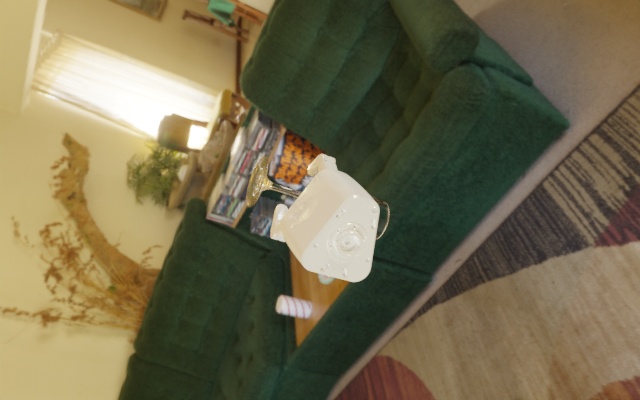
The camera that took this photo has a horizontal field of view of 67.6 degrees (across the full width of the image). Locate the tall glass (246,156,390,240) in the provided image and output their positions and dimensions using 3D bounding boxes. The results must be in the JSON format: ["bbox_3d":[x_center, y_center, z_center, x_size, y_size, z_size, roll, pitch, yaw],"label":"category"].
[{"bbox_3d":[-0.001,0.002,0.689,0.201,0.079,0.079,18,-7,-22],"label":"tall glass"}]
